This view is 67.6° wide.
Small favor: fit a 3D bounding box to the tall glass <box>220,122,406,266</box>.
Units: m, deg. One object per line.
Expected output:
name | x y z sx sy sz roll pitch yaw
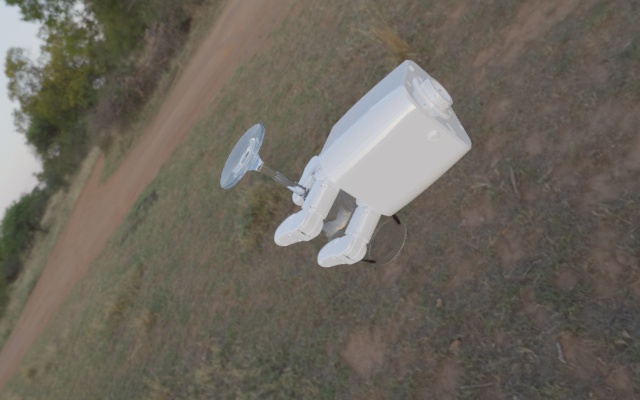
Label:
tall glass | -0.001 0.001 0.506 0.201 0.079 0.079 31 -15 -27
